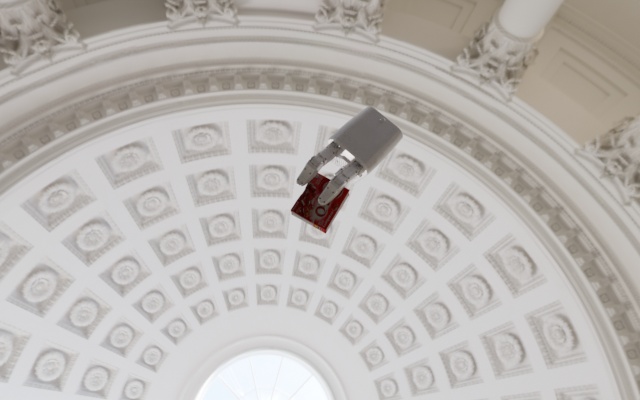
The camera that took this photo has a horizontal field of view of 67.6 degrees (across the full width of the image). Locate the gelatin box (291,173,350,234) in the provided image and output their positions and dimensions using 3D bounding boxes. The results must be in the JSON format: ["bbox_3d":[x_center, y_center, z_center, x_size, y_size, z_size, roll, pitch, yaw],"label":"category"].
[{"bbox_3d":[0.000,0.003,0.853,0.073,0.089,0.030,29,-16,10],"label":"gelatin box"}]
